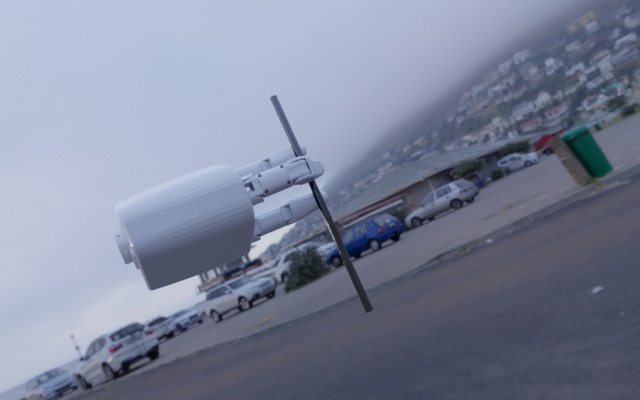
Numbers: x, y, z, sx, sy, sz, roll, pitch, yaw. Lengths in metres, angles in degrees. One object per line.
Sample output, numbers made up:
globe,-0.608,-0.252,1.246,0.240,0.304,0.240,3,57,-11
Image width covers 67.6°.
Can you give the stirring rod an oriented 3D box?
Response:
stirring rod,0.000,0.002,0.487,0.011,0.239,0.011,-24,-4,-2
